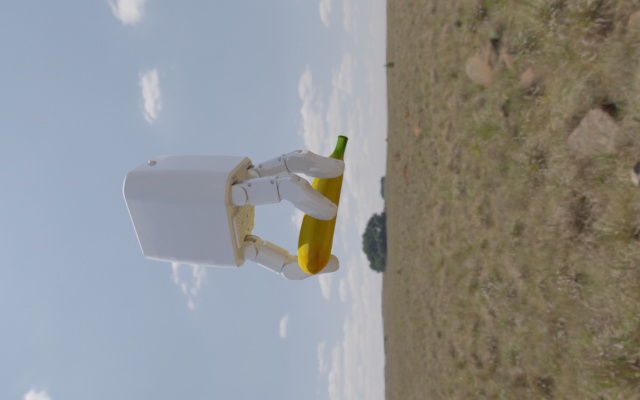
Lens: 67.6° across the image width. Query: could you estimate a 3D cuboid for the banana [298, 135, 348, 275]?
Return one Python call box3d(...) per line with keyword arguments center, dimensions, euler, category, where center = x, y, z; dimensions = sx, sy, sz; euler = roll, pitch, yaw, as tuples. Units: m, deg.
box3d(center=(0.000, 0.013, 0.510), dimensions=(0.037, 0.070, 0.197), euler=(8, 45, 4), category="banana")
